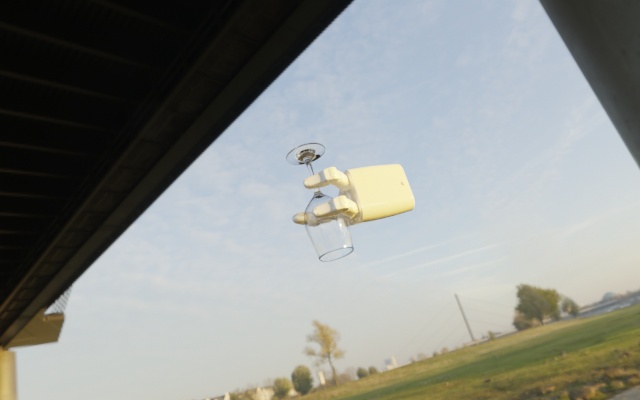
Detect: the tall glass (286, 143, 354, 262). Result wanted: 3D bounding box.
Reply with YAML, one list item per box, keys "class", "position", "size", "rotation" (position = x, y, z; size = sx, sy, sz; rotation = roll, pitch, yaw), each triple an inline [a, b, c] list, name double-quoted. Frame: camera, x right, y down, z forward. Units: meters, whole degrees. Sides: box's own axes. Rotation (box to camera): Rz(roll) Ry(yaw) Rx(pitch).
- class: "tall glass"
  position: [0.000, 0.002, 0.838]
  size: [0.079, 0.201, 0.079]
  rotation: [-14, -22, -6]
